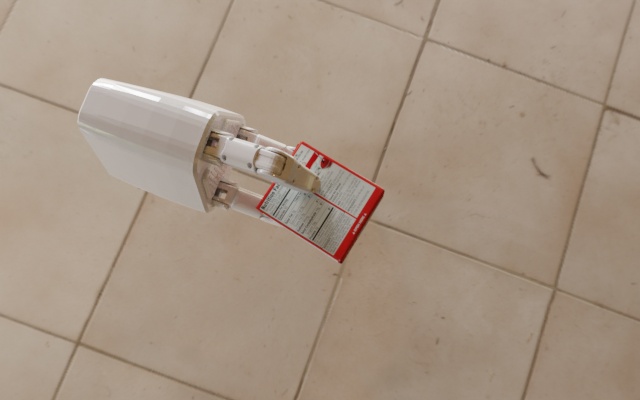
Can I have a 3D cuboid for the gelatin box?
[{"bbox_3d":[0.000,0.001,0.420,0.089,0.073,0.030,31,-7,9],"label":"gelatin box"}]
